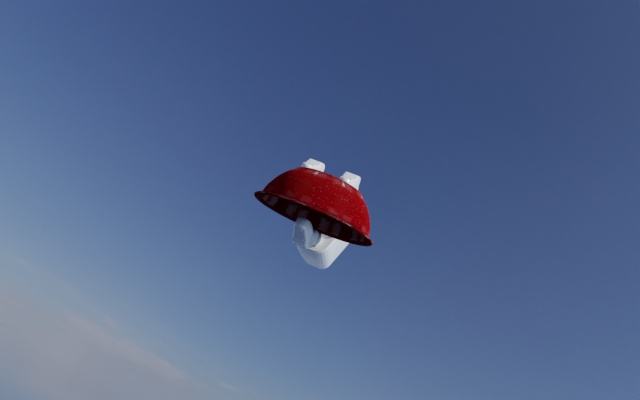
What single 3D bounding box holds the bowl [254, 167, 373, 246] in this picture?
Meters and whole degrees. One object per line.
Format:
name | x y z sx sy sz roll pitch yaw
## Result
bowl | 0.000 0.001 0.606 0.162 0.055 0.162 22 -11 4
